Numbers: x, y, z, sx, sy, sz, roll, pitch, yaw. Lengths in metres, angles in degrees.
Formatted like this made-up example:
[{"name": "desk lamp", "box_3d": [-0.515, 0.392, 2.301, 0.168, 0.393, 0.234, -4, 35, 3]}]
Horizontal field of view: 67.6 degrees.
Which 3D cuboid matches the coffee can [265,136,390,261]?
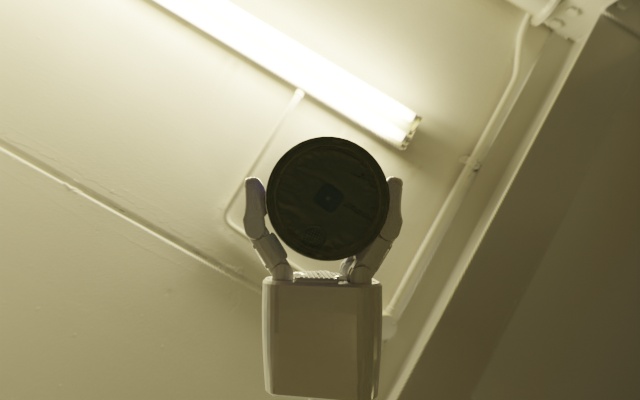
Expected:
[{"name": "coffee can", "box_3d": [0.000, 0.001, 0.458, 0.103, 0.103, 0.140, 0, -3, -5]}]
